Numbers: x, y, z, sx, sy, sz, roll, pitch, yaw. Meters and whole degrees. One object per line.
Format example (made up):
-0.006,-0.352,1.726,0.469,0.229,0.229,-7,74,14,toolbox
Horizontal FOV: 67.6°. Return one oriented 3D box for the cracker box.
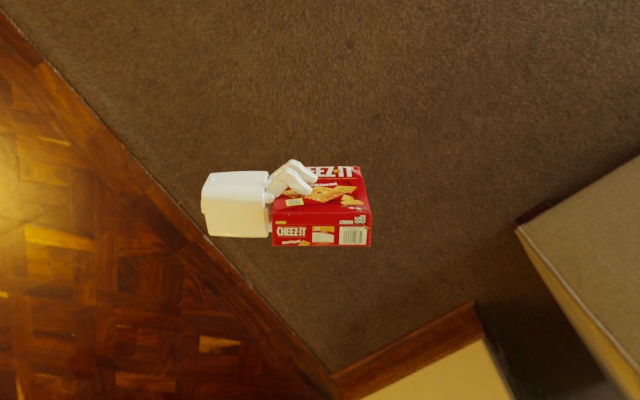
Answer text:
0.000,0.003,0.865,0.164,0.072,0.213,0,25,-1,cracker box
